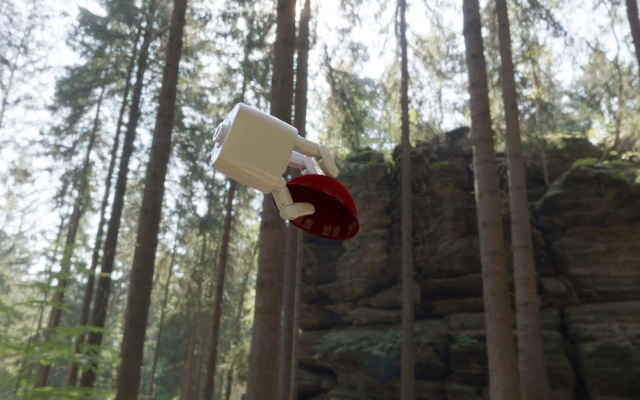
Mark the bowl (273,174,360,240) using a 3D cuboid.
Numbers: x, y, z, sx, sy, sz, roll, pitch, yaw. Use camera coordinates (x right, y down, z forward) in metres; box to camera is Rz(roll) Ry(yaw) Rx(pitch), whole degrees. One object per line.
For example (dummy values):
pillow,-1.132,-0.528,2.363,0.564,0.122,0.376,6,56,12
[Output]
bowl,0.001,0.003,0.839,0.162,0.055,0.162,19,-31,12
